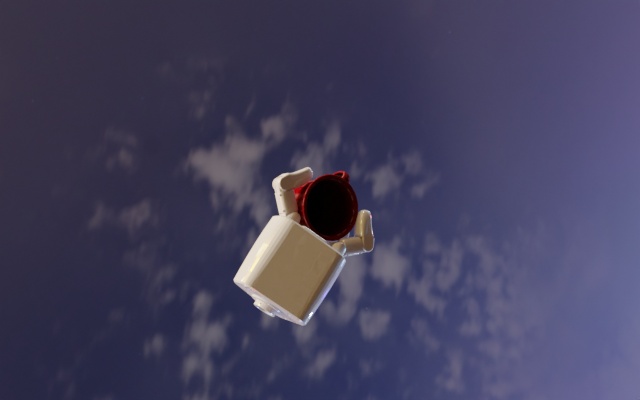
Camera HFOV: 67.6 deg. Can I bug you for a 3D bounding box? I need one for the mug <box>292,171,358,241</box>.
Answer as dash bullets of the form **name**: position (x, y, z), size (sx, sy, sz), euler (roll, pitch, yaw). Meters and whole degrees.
- **mug**: position (0.001, 0.001, 0.702), size (0.093, 0.117, 0.081), euler (43, -24, -24)
